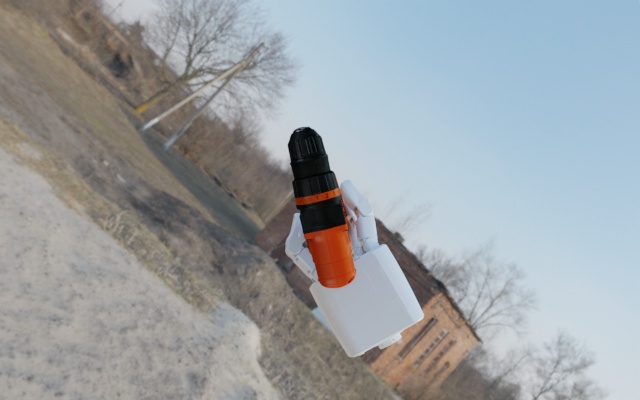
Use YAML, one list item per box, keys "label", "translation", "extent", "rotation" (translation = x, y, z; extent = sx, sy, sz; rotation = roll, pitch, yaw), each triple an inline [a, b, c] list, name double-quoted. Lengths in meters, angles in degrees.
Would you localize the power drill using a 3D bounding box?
- label: "power drill"
  translation: [0.000, 0.002, 0.604]
  extent: [0.057, 0.184, 0.187]
  rotation: [-12, 5, 3]
